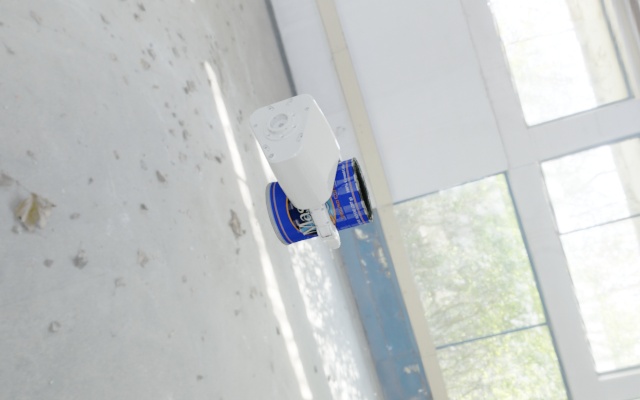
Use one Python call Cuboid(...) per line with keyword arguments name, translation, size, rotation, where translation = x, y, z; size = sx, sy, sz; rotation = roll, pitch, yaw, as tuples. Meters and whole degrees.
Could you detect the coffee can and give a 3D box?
Cuboid(name="coffee can", translation=(0.000, 0.003, 0.733), size=(0.140, 0.103, 0.103), rotation=(-16, -3, 12))
